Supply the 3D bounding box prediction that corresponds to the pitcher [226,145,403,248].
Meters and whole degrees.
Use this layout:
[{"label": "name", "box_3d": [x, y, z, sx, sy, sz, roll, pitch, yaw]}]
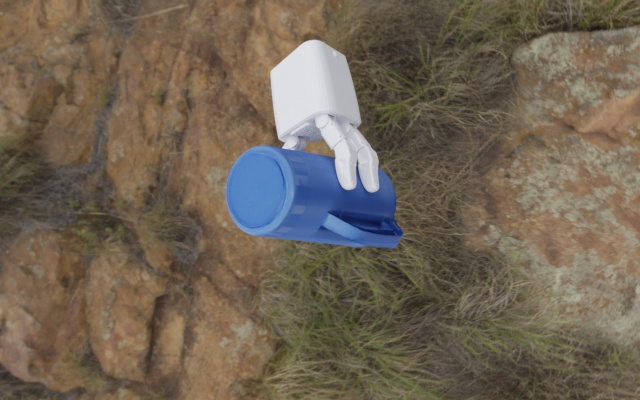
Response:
[{"label": "pitcher", "box_3d": [0.000, 0.002, 0.646, 0.149, 0.145, 0.243, -15, -12, 33]}]
